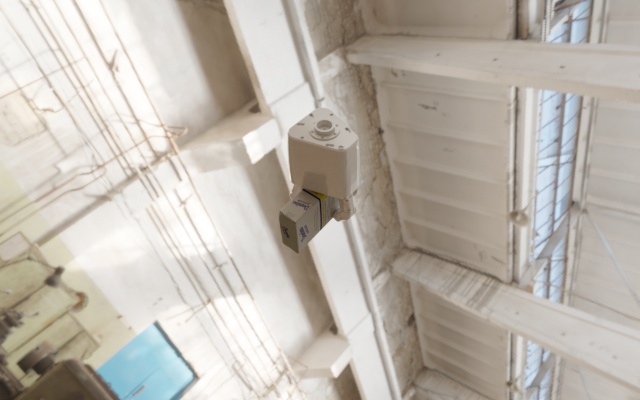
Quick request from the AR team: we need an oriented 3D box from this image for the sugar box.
[{"bbox_3d":[0.000,0.002,0.847,0.048,0.093,0.176,33,58,25],"label":"sugar box"}]
